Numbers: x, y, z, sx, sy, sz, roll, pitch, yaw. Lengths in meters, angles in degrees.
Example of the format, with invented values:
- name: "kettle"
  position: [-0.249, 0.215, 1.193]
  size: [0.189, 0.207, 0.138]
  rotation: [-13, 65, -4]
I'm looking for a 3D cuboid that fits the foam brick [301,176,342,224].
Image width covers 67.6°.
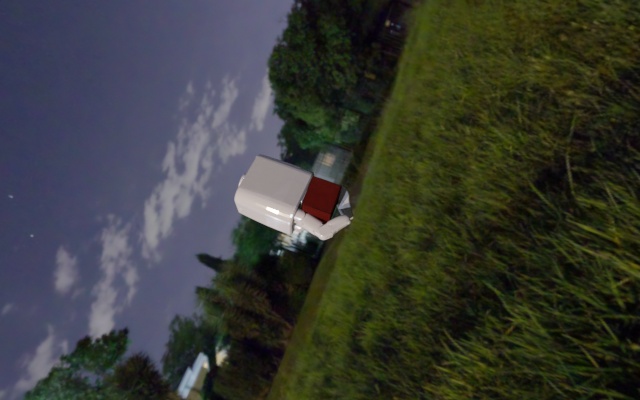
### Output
- name: "foam brick"
  position: [0.000, 0.002, 0.794]
  size: [0.051, 0.053, 0.078]
  rotation: [21, -19, 4]
